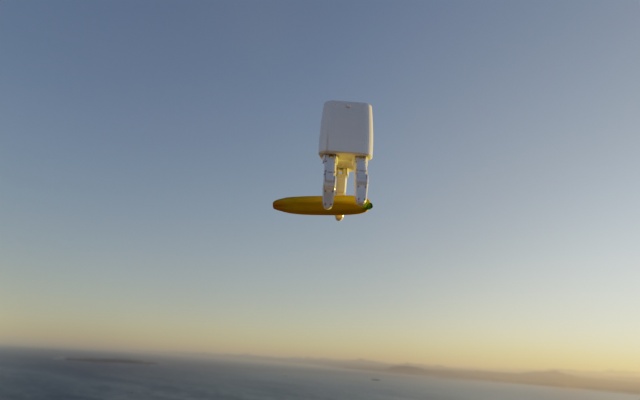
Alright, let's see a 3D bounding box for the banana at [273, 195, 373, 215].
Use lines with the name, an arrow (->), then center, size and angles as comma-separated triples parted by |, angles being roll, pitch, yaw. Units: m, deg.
banana -> 0.010, 0.007, 0.889 | 0.198, 0.037, 0.070 | -2, -13, 23
